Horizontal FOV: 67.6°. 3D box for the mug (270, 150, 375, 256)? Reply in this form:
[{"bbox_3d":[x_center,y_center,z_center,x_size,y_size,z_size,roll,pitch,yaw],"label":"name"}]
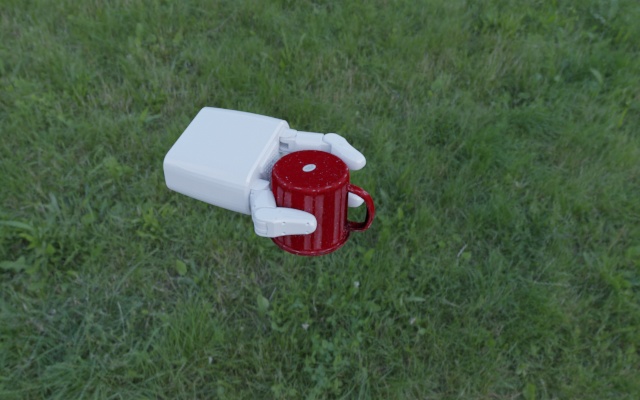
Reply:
[{"bbox_3d":[0.001,0.002,0.509,0.117,0.082,0.093,13,38,14],"label":"mug"}]
